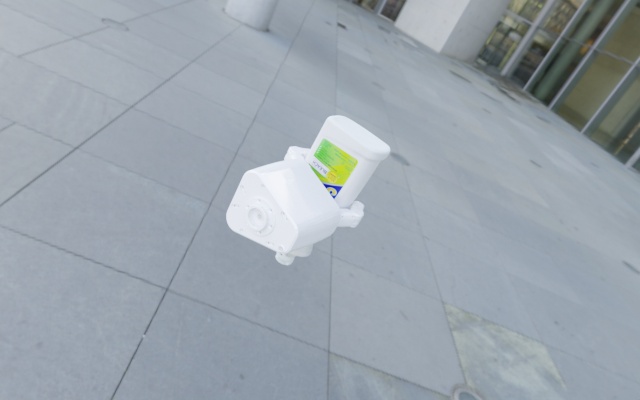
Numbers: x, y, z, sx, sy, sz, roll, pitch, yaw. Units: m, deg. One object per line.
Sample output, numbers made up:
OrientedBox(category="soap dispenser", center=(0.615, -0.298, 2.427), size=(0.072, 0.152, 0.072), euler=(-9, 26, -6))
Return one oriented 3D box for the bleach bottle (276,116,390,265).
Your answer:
OrientedBox(category="bleach bottle", center=(0.000, 0.002, 0.726), size=(0.102, 0.251, 0.068), euler=(38, 27, 19))
